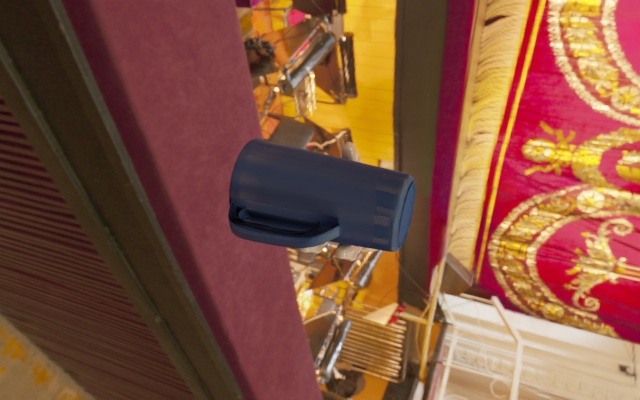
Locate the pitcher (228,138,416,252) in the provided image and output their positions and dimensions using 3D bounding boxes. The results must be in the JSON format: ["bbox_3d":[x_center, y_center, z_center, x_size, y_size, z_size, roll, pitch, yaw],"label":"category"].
[{"bbox_3d":[0.000,0.002,0.668,0.243,0.149,0.145,12,-6,19],"label":"pitcher"}]
